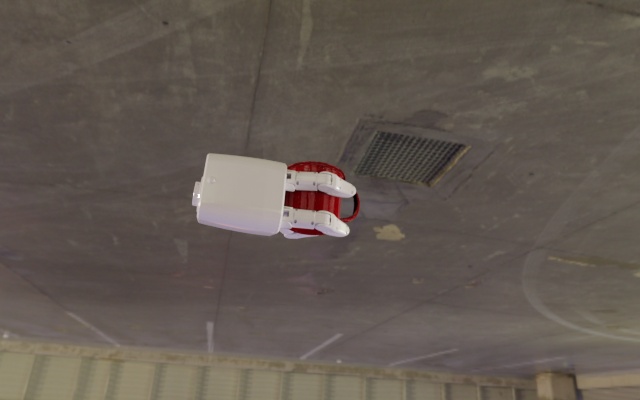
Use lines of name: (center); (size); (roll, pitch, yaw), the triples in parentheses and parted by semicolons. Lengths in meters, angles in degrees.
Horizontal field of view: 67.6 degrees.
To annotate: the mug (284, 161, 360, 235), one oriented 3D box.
mug: (0.001, 0.003, 0.695); (0.117, 0.081, 0.093); (9, -24, -11)
